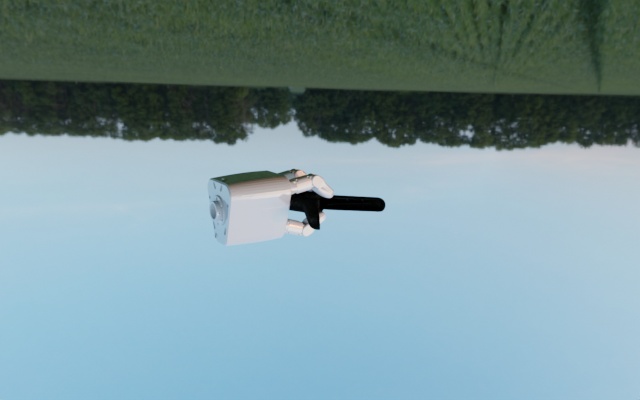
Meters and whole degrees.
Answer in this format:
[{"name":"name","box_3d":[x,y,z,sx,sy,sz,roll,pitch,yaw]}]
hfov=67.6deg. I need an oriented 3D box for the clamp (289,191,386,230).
[{"name":"clamp","box_3d":[0.000,0.004,0.859,0.164,0.036,0.210,-10,18,-33]}]
